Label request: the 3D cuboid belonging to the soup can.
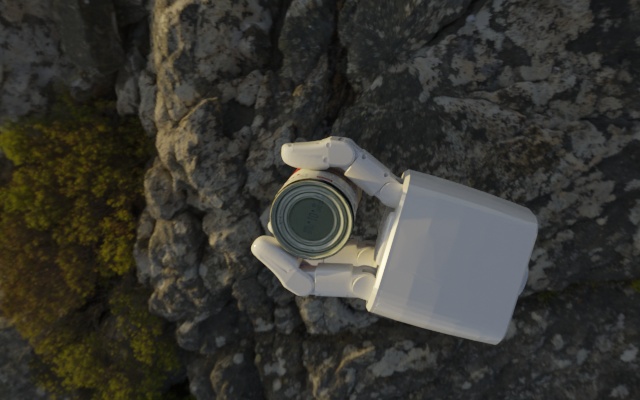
[{"bbox_3d":[0.000,0.001,0.409,0.068,0.068,0.102,0,17,9],"label":"soup can"}]
